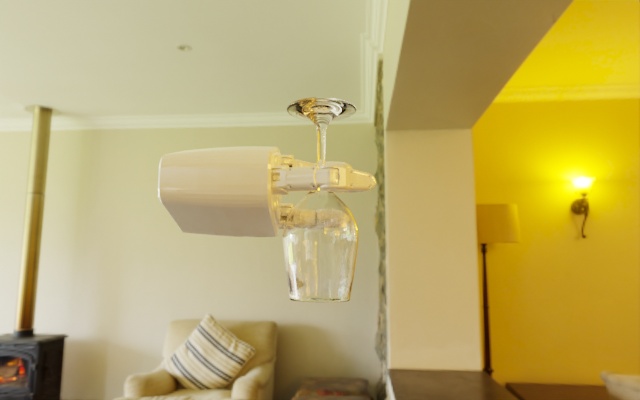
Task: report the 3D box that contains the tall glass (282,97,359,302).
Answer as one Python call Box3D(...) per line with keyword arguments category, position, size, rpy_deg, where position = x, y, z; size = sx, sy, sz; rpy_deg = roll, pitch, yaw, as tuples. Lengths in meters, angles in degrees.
Box3D(category="tall glass", position=(0.000, 0.001, 0.494), size=(0.079, 0.201, 0.079), rpy_deg=(0, -8, 0))
